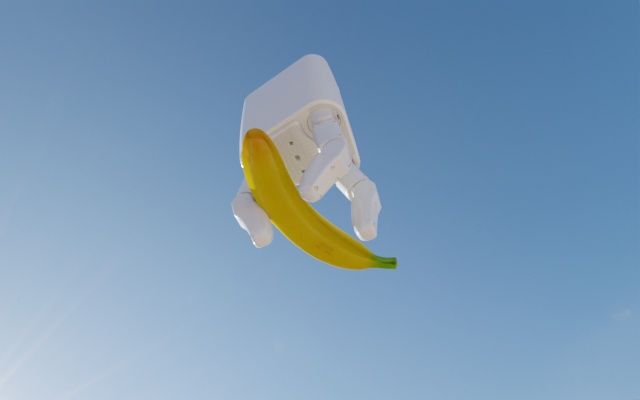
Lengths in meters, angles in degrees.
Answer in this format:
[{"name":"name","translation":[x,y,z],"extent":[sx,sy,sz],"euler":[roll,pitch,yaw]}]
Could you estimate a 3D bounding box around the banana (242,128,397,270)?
[{"name":"banana","translation":[-0.012,0.011,0.431],"extent":[0.070,0.037,0.198],"euler":[-29,-53,29]}]
